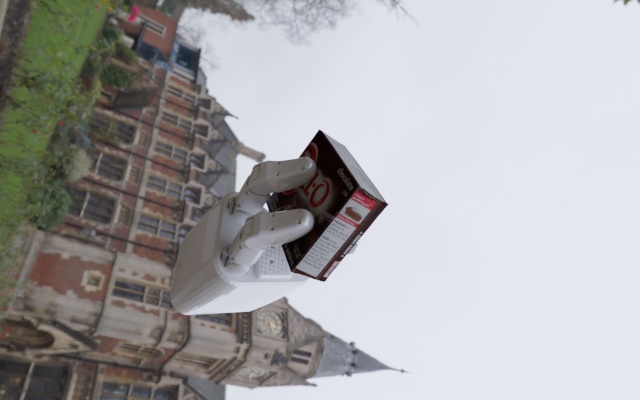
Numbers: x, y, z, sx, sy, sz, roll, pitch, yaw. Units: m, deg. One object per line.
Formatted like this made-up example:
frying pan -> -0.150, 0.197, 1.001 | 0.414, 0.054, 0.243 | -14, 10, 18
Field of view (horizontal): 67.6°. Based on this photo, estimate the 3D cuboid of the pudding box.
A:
pudding box -> 0.000, 0.001, 0.415 | 0.039, 0.090, 0.113 | 26, 19, -32
